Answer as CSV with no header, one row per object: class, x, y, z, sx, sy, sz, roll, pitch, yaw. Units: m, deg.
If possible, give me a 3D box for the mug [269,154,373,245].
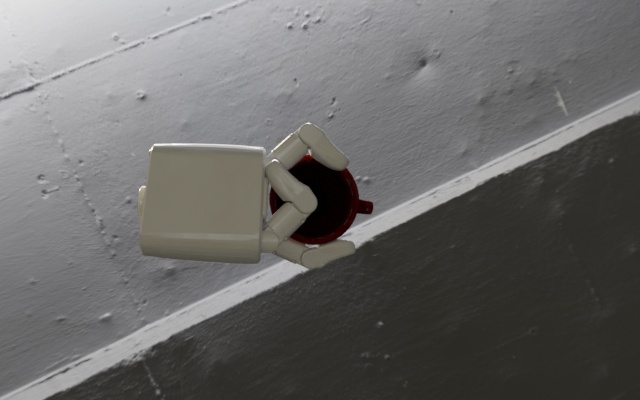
mug,0.001,0.002,0.529,0.117,0.093,0.081,4,-4,-9
